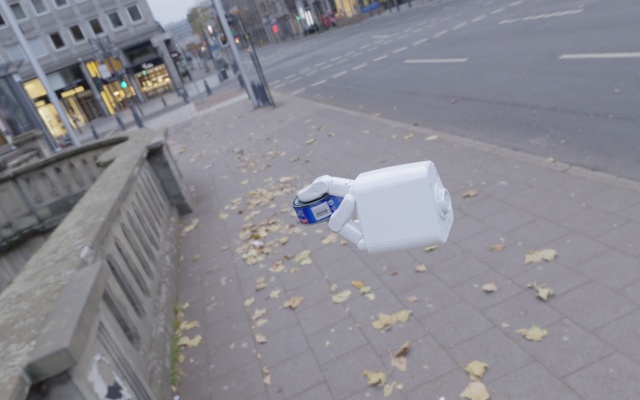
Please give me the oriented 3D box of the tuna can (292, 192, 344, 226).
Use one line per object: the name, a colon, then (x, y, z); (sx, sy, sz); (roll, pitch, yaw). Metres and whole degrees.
tuna can: (0.000, 0.002, 0.743); (0.086, 0.034, 0.086); (-23, 18, 8)
